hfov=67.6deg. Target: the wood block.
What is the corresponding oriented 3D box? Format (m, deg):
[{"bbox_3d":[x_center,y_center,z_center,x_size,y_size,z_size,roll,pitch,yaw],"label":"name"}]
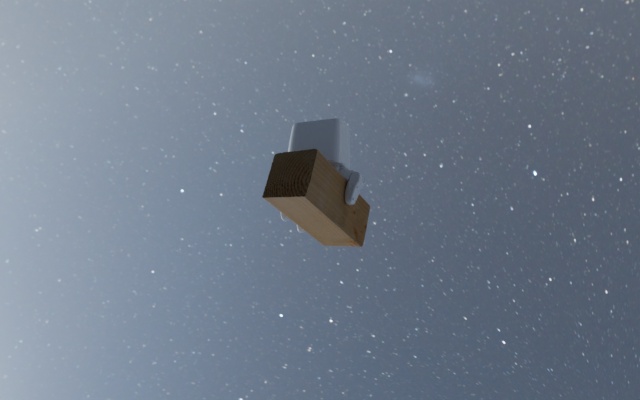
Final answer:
[{"bbox_3d":[0.001,0.002,0.855,0.091,0.090,0.206,-3,-28,33],"label":"wood block"}]
